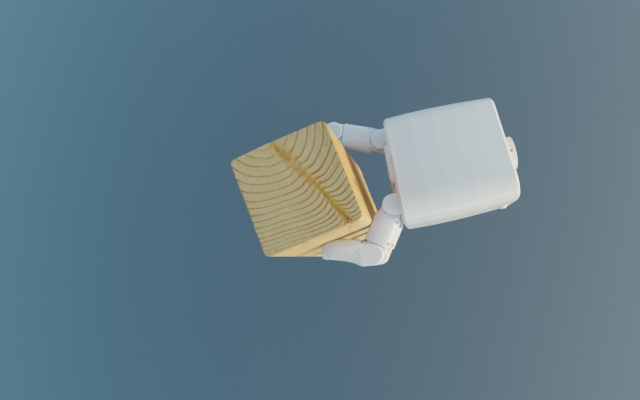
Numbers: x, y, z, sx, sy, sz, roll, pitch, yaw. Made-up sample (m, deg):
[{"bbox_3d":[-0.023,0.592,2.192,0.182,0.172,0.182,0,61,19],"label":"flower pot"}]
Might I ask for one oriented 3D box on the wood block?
[{"bbox_3d":[0.000,0.001,0.490,0.090,0.091,0.206,-23,-11,9],"label":"wood block"}]
